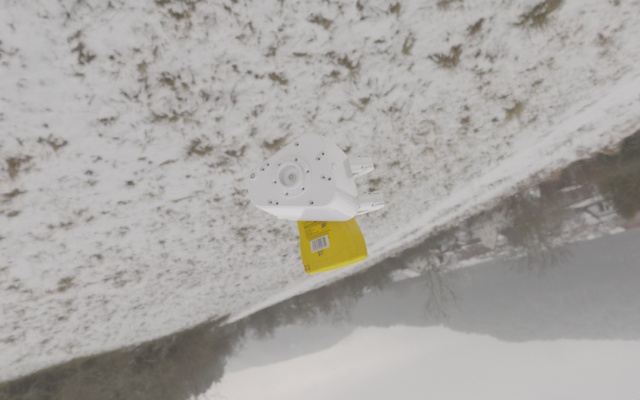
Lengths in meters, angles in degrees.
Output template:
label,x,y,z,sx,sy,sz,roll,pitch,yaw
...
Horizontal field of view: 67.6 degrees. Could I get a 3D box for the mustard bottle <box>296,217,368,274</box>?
label,x,y,z,sx,sy,sz,roll,pitch,yaw
mustard bottle,0.000,0.003,0.681,0.096,0.191,0.058,-23,-15,38
